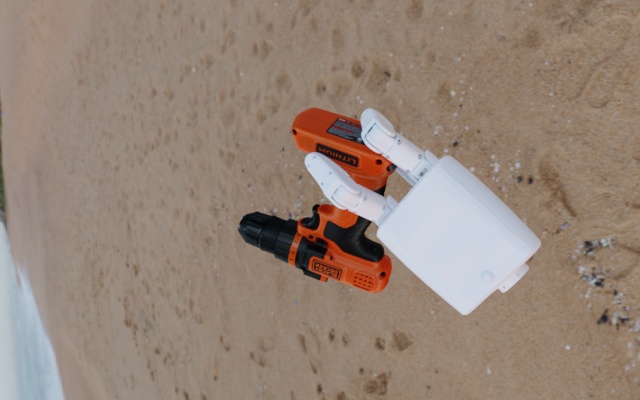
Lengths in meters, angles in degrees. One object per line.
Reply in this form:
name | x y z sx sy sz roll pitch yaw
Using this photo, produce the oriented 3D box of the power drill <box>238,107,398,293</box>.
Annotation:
power drill | 0.000 0.001 0.503 0.184 0.188 0.057 18 39 11
